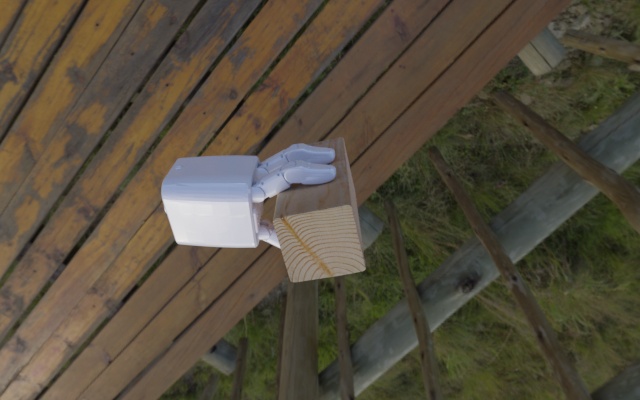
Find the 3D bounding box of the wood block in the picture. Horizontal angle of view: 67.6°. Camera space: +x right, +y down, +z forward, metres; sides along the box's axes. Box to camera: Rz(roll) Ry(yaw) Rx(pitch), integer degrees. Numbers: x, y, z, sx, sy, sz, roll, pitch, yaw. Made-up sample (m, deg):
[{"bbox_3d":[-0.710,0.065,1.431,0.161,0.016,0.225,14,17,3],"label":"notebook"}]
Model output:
[{"bbox_3d":[0.000,0.002,0.617,0.090,0.091,0.206,-11,28,6],"label":"wood block"}]
